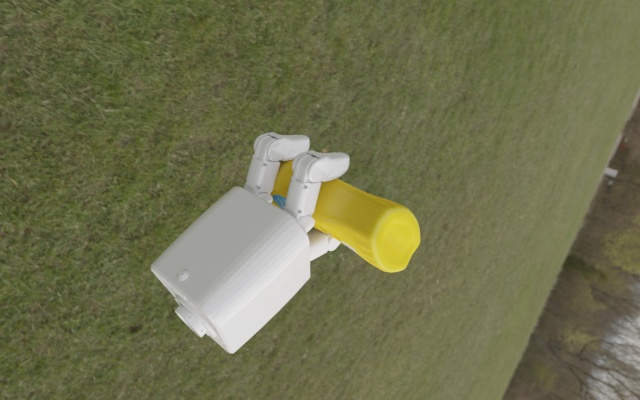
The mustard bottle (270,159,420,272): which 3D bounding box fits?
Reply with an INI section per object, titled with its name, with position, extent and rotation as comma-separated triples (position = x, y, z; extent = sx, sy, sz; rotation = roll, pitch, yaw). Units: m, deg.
[mustard bottle]
position = 0.000, 0.001, 0.472
extent = 0.191, 0.058, 0.096
rotation = 27, -6, 35
